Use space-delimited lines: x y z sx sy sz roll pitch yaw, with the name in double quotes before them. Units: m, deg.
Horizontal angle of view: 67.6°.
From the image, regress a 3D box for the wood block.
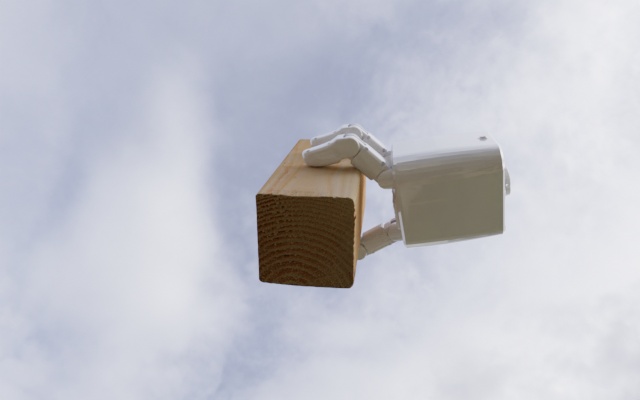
"wood block" 0.001 0.002 0.517 0.090 0.091 0.206 3 20 8
